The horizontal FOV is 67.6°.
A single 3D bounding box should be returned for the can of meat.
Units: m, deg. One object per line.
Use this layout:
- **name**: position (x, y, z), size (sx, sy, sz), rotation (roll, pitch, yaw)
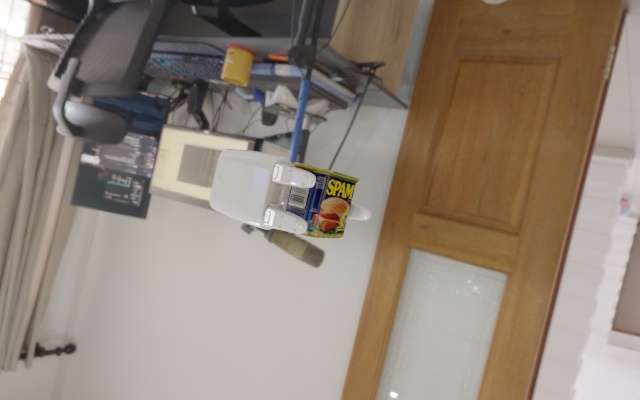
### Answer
- **can of meat**: position (0.000, 0.002, 0.615), size (0.057, 0.084, 0.102), rotation (15, 2, 31)
